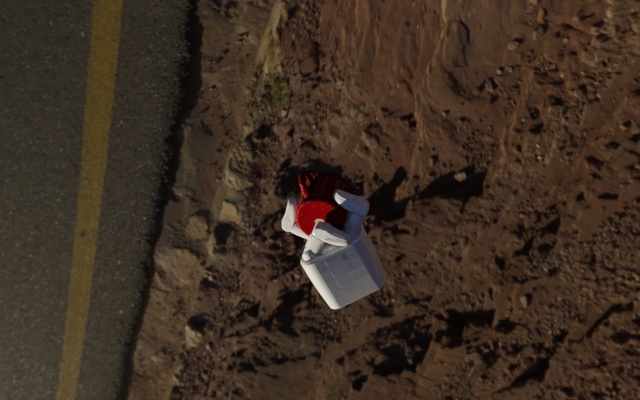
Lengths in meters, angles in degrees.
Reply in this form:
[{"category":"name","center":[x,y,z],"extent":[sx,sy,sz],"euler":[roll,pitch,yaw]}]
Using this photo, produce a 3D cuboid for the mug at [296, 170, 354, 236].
[{"category":"mug","center":[-0.001,0.002,0.790],"extent":[0.093,0.117,0.081],"euler":[-22,23,22]}]
